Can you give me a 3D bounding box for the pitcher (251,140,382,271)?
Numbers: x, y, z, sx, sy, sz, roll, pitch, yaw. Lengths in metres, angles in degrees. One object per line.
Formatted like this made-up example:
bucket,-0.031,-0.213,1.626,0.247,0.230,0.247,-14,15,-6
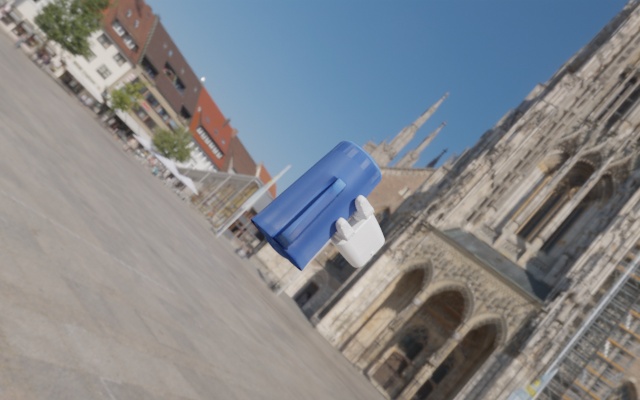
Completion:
pitcher,0.000,0.003,0.883,0.149,0.243,0.145,35,-14,44
